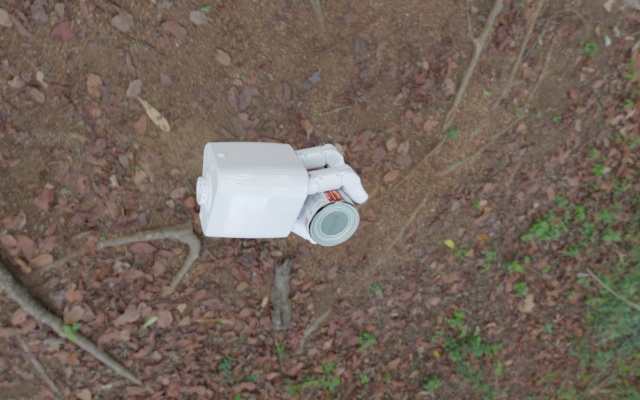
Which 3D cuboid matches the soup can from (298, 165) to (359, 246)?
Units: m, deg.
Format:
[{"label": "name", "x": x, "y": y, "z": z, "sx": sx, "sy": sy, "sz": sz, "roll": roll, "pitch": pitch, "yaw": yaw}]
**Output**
[{"label": "soup can", "x": 0.001, "y": 0.002, "z": 0.615, "sx": 0.068, "sy": 0.068, "sz": 0.102, "roll": 0, "pitch": 33, "yaw": -24}]
